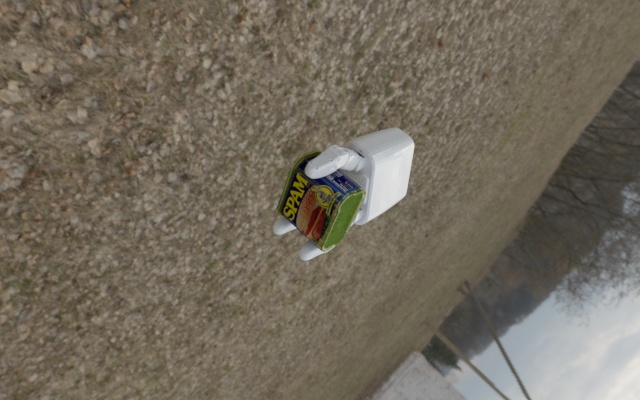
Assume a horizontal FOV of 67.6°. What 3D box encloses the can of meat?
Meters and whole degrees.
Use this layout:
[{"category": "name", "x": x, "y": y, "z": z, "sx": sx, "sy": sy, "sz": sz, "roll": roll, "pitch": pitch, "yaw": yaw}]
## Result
[{"category": "can of meat", "x": 0.000, "y": 0.002, "z": 0.605, "sx": 0.084, "sy": 0.102, "sz": 0.057, "roll": 41, "pitch": 39, "yaw": 23}]
